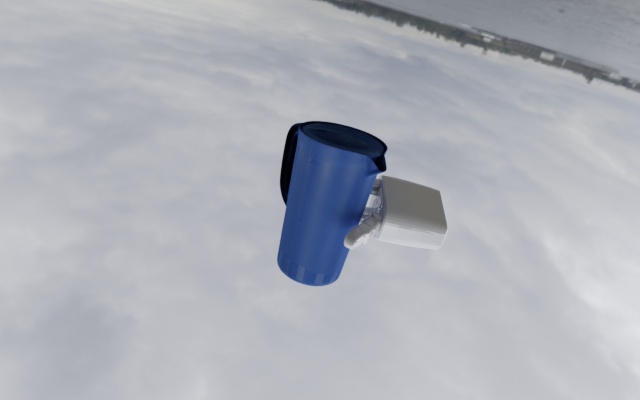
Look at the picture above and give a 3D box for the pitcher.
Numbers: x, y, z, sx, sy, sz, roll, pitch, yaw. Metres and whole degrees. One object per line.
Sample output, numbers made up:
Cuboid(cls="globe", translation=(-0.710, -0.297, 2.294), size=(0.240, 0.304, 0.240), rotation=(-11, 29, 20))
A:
Cuboid(cls="pitcher", translation=(0.000, 0.003, 0.747), size=(0.145, 0.243, 0.149), rotation=(12, 24, -7))
